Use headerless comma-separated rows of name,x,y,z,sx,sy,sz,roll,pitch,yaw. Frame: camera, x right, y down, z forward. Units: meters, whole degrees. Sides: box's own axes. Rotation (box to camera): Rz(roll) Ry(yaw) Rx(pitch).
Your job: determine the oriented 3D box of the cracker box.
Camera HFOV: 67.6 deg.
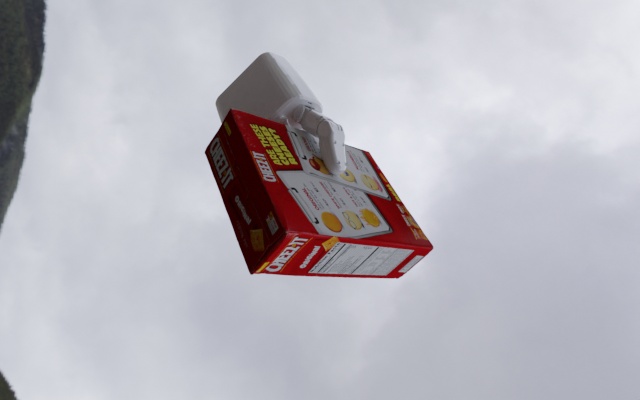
cracker box,0.000,0.002,0.516,0.214,0.164,0.072,10,-49,-42
